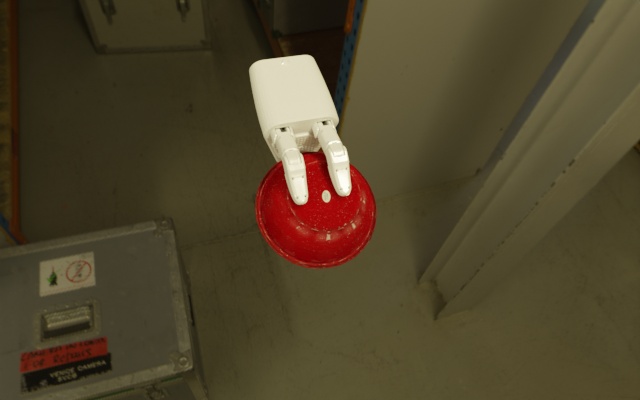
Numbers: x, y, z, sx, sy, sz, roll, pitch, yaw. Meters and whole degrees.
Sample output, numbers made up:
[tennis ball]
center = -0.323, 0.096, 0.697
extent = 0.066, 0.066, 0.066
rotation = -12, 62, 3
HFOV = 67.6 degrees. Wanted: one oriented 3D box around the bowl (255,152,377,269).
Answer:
[bowl]
center = 0.001, 0.003, 0.603
extent = 0.162, 0.162, 0.055
rotation = 0, -18, -11
